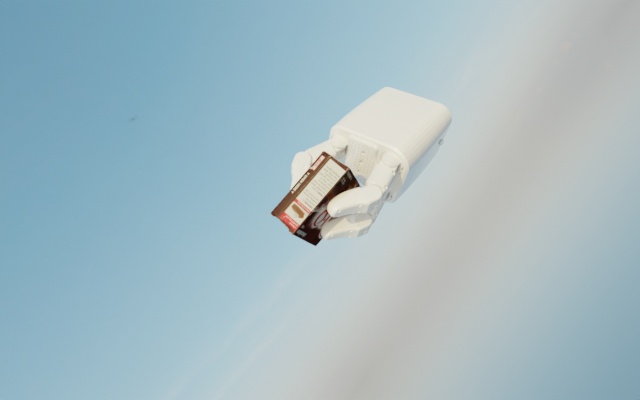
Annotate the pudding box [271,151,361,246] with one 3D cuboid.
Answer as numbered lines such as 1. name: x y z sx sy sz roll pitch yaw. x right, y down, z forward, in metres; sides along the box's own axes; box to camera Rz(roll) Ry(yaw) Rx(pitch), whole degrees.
1. pudding box: 0.000 0.002 0.534 0.039 0.090 0.113 39 -1 19
